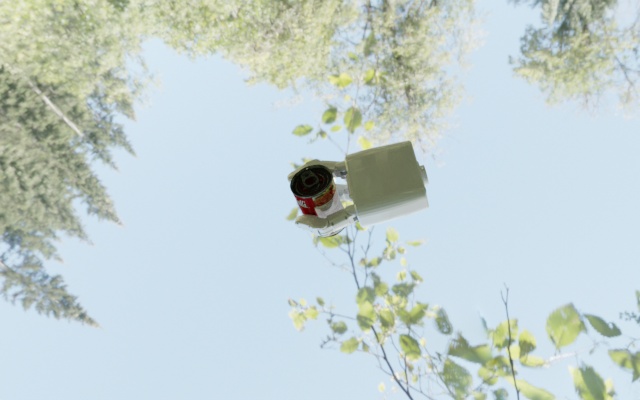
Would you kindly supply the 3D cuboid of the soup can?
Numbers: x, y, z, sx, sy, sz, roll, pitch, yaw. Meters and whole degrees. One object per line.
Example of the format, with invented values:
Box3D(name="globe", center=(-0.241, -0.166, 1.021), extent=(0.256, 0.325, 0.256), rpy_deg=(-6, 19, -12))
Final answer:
Box3D(name="soup can", center=(0.000, 0.003, 0.757), extent=(0.068, 0.068, 0.102), rpy_deg=(0, -41, 22))
